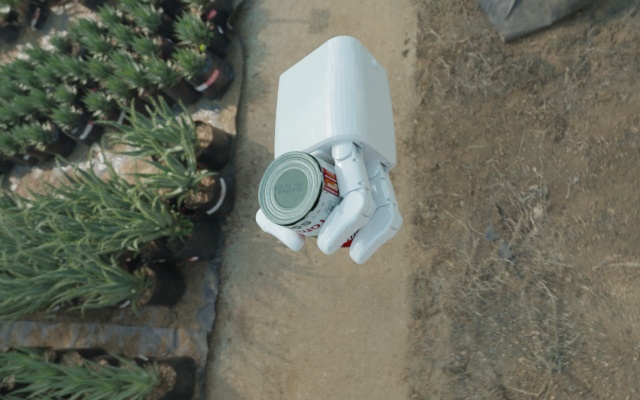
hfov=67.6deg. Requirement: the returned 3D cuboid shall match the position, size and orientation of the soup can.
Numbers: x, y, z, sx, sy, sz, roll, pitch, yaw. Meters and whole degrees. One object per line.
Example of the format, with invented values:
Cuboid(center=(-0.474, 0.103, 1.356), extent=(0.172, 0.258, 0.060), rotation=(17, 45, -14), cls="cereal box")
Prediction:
Cuboid(center=(0.000, 0.002, 0.441), extent=(0.068, 0.068, 0.102), rotation=(0, -15, 33), cls="soup can")
